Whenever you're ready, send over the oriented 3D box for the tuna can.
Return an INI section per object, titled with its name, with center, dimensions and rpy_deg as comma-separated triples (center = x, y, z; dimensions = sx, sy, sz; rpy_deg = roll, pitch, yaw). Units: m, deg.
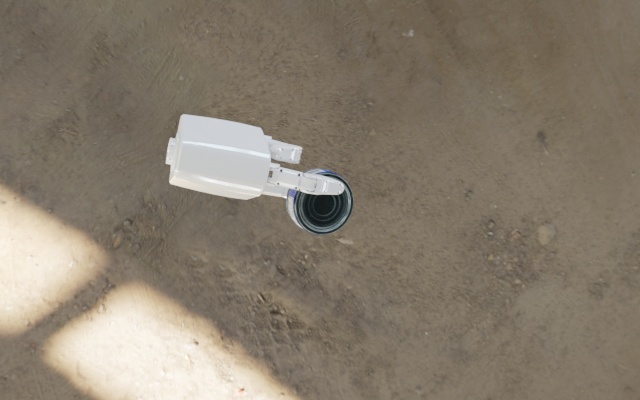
[tuna can]
center = 0.000, 0.002, 0.631
dimensions = 0.086, 0.086, 0.033
rpy_deg = 0, 11, -22
